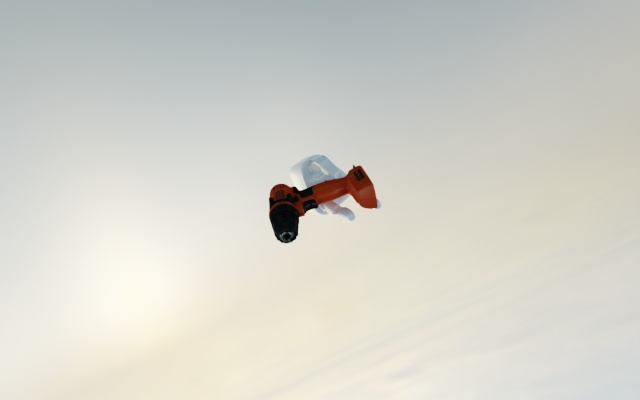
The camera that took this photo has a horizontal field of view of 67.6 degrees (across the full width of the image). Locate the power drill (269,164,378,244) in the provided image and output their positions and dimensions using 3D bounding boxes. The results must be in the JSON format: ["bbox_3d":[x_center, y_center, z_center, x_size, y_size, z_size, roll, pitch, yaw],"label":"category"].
[{"bbox_3d":[0.001,0.003,0.837,0.187,0.057,0.184,-14,27,-2],"label":"power drill"}]
